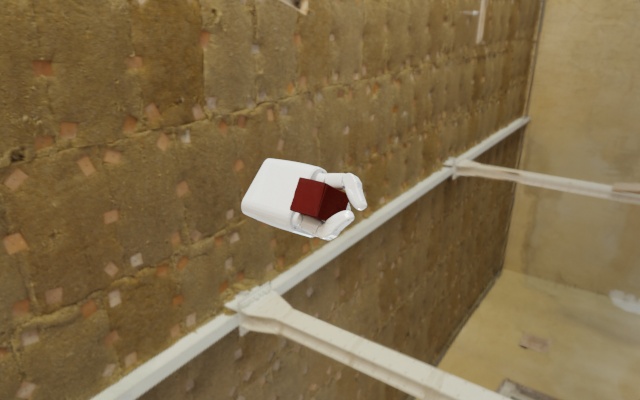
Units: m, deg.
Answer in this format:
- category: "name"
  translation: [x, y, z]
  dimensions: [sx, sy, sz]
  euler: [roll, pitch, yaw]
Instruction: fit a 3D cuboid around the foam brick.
- category: "foam brick"
  translation: [0.000, 0.002, 0.716]
  dimensions: [0.051, 0.053, 0.078]
  euler: [16, -4, 32]
